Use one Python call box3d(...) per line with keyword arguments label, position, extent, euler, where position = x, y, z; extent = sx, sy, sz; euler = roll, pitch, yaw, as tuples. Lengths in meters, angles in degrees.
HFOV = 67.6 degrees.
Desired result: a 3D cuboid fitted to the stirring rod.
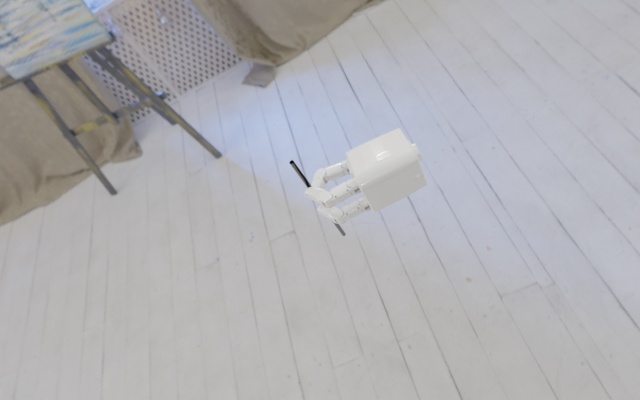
box3d(label="stirring rod", position=(0.000, 0.003, 0.856), extent=(0.011, 0.011, 0.240), euler=(0, -32, 27))
